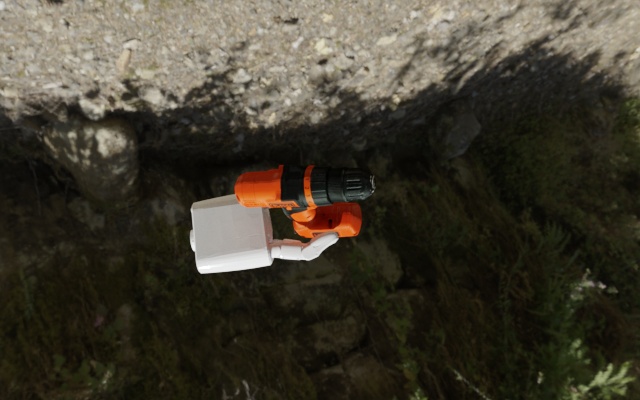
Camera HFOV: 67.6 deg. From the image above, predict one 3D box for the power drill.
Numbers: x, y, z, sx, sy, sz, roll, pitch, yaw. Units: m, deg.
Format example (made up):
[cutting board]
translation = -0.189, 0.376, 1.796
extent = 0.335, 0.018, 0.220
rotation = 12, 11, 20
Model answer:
[power drill]
translation = 0.000, 0.002, 0.664
extent = 0.184, 0.057, 0.188
rotation = -1, -19, 19
